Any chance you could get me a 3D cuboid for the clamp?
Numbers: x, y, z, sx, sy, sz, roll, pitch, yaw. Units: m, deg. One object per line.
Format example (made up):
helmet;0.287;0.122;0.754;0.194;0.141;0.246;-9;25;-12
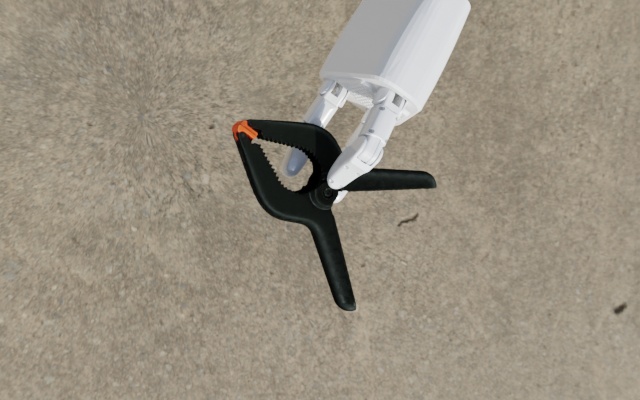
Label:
clamp;0.000;0.001;0.454;0.210;0.164;0.036;30;-6;-22
